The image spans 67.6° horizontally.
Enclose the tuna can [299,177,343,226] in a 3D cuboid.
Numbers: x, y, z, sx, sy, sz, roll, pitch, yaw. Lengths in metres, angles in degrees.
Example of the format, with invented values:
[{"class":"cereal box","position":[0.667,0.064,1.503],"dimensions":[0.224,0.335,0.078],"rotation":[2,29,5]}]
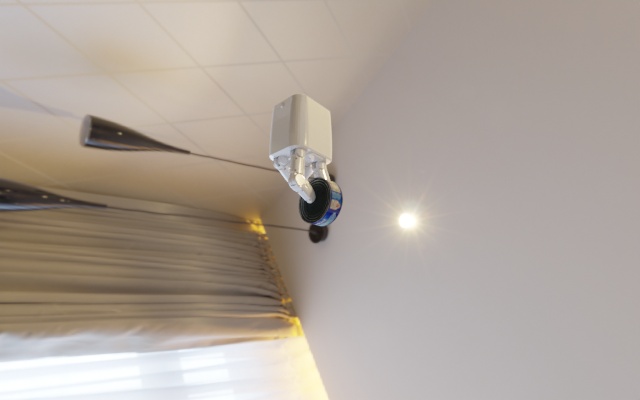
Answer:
[{"class":"tuna can","position":[0.001,0.003,0.864],"dimensions":[0.034,0.086,0.086],"rotation":[17,-11,-39]}]
